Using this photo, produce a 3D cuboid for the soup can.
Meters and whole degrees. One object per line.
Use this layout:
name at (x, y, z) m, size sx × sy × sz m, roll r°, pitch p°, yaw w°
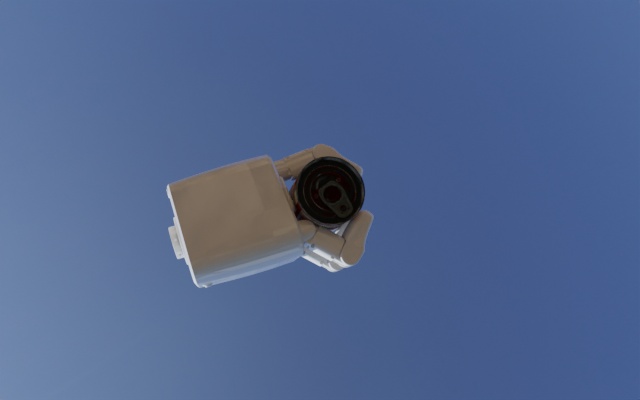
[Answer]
soup can at (0.000, 0.001, 0.502) m, size 0.068 × 0.068 × 0.102 m, roll 0°, pitch -13°, yaw -12°
